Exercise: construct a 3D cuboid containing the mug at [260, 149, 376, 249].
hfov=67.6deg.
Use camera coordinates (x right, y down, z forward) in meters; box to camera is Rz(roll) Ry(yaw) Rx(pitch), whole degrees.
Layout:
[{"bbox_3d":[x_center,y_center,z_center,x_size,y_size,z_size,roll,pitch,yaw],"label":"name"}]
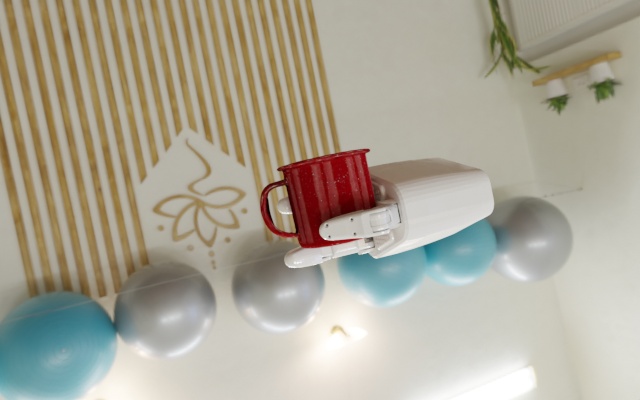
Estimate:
[{"bbox_3d":[-0.001,0.002,0.462,0.117,0.081,0.093,-12,1,-19],"label":"mug"}]
